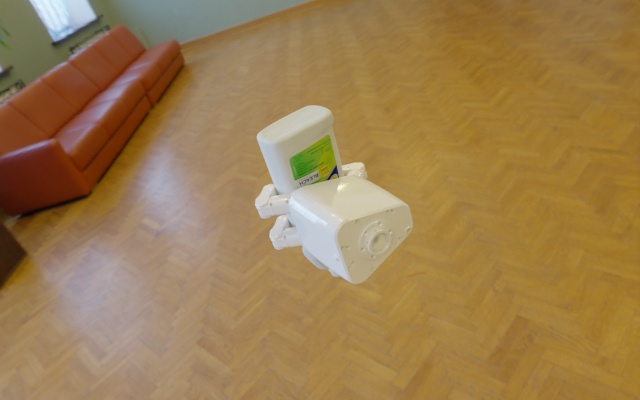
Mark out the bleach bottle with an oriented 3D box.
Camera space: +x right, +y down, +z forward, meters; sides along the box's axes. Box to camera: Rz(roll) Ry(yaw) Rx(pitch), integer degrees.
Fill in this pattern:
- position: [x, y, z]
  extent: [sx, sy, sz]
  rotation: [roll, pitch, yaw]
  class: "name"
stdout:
- position: [0.000, 0.002, 0.671]
  extent: [0.102, 0.251, 0.068]
  rotation: [-32, 33, -18]
  class: "bleach bottle"
